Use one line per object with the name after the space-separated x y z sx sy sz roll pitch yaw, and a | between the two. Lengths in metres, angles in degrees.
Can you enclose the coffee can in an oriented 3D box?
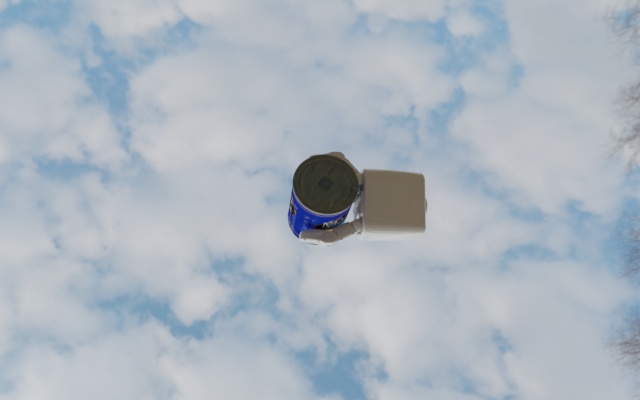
0.000 0.003 0.794 0.103 0.102 0.140 0 -25 -8 | coffee can
